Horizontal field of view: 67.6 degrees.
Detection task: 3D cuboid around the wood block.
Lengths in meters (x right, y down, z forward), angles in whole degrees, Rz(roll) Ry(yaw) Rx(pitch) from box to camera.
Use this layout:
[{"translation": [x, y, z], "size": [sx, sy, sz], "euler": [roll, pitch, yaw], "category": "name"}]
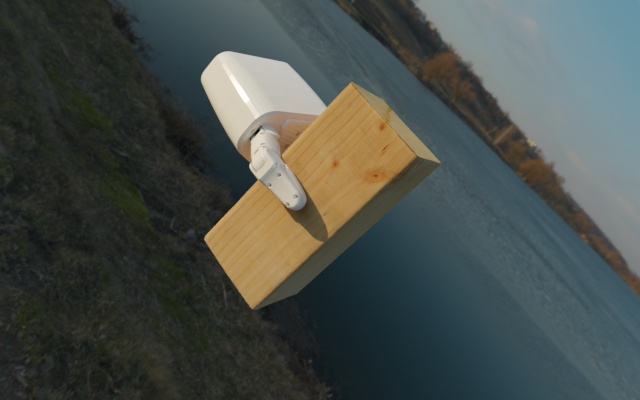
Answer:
[{"translation": [0.000, 0.001, 0.456], "size": [0.206, 0.090, 0.091], "euler": [-44, -18, 19], "category": "wood block"}]
